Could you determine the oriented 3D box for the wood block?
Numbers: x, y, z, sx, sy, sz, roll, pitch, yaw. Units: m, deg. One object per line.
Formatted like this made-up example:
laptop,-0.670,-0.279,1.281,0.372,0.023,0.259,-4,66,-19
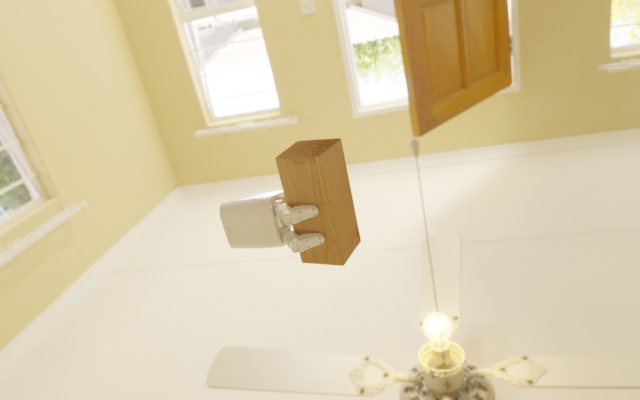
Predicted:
wood block,0.000,0.003,0.851,0.090,0.206,0.090,0,26,27
